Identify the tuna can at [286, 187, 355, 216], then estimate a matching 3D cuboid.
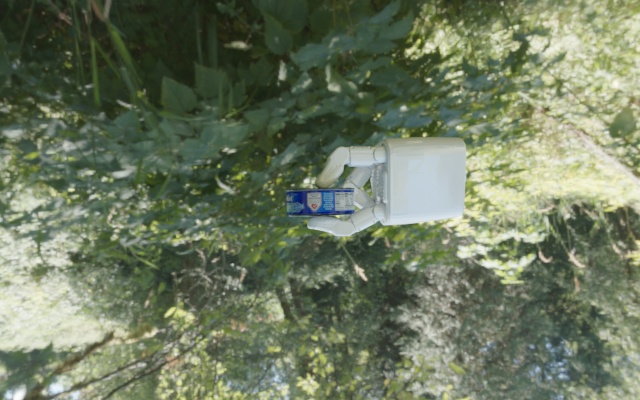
[{"bbox_3d":[0.000,0.003,0.596,0.086,0.034,0.086,-1,0,0],"label":"tuna can"}]
